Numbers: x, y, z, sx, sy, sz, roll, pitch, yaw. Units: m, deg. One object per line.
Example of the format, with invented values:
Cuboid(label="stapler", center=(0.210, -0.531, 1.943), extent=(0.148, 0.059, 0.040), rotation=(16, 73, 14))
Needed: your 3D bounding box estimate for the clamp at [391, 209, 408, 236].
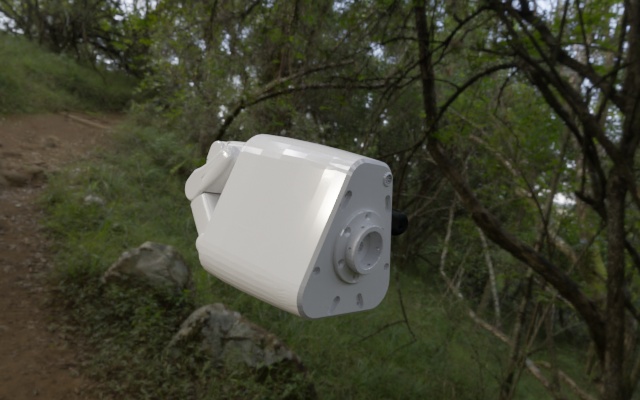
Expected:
Cuboid(label="clamp", center=(0.000, 0.001, 0.450), extent=(0.120, 0.039, 0.171), rotation=(17, 8, 43))
